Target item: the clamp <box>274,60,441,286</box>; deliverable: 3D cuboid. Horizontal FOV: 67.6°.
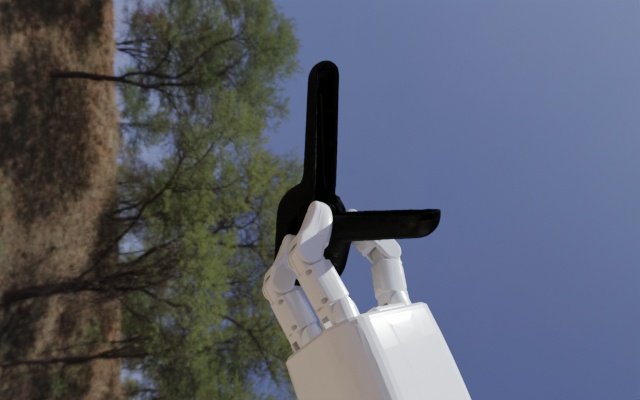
[{"bbox_3d":[0.001,0.002,0.409,0.036,0.164,0.210,-8,-28,-33],"label":"clamp"}]
